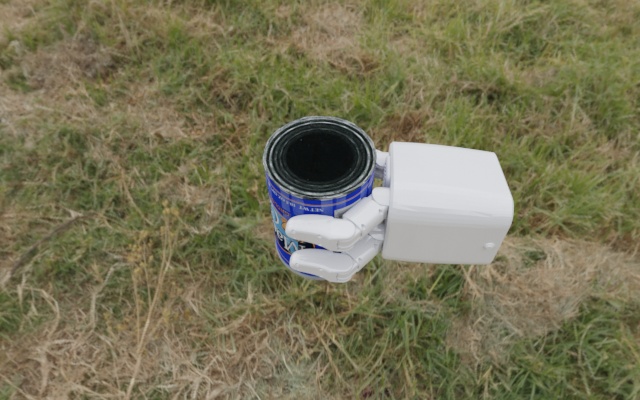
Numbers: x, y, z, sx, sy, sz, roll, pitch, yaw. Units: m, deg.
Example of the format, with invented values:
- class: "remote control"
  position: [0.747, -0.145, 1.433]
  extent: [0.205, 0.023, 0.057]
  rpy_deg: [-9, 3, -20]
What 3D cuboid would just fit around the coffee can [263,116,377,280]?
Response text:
- class: "coffee can"
  position: [0.000, 0.002, 0.482]
  extent: [0.103, 0.102, 0.140]
  rpy_deg: [0, -38, 1]
